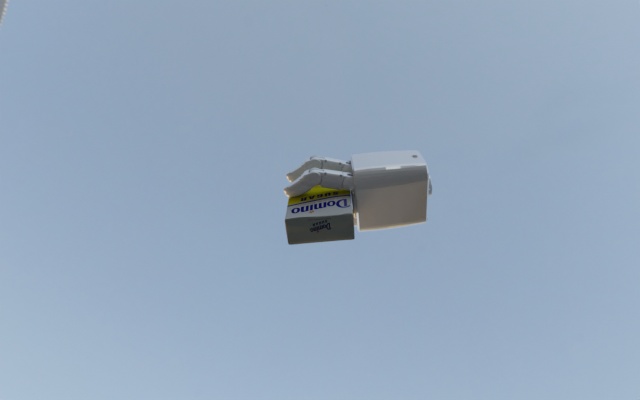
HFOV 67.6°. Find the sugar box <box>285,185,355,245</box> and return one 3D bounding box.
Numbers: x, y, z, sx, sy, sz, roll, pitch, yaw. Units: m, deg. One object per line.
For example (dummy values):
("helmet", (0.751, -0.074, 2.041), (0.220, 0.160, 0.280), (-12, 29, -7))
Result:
("sugar box", (0.000, 0.002, 0.709), (0.093, 0.048, 0.176), (-5, 22, 2))
